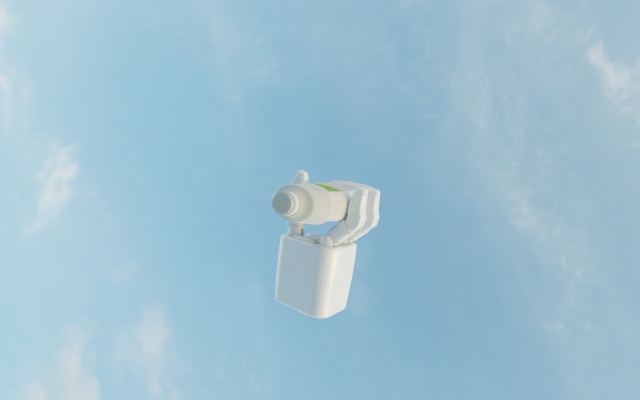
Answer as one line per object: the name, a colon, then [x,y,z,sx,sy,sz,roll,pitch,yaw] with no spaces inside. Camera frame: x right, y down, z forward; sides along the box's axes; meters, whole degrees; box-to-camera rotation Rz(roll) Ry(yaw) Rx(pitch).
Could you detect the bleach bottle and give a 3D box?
bleach bottle: [0.000,0.002,0.710,0.102,0.068,0.251,10,4,26]
